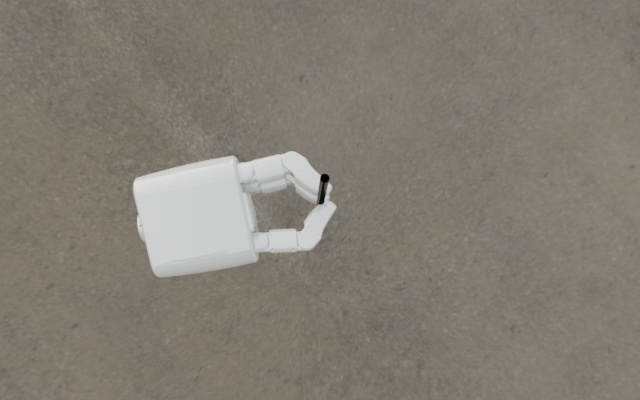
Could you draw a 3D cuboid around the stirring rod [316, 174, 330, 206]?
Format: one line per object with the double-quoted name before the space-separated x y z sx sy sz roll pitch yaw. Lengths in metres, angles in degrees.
"stirring rod" 0.000 0.002 0.519 0.011 0.011 0.239 0 -10 -2
